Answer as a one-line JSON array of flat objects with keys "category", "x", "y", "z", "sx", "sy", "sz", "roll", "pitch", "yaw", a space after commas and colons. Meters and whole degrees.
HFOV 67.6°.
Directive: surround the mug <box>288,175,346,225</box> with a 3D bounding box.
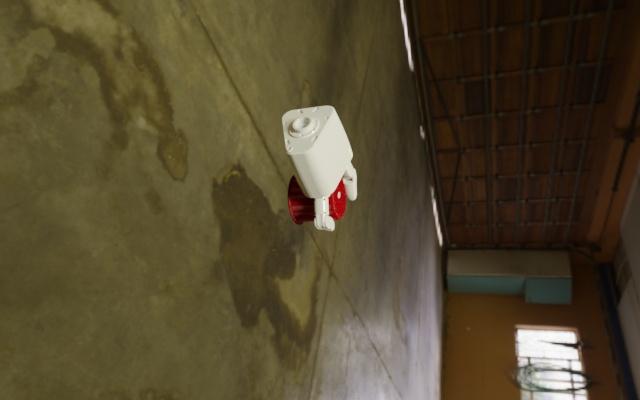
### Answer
[{"category": "mug", "x": 0.001, "y": 0.004, "z": 0.862, "sx": 0.081, "sy": 0.093, "sz": 0.117, "roll": -3, "pitch": -38, "yaw": 20}]
